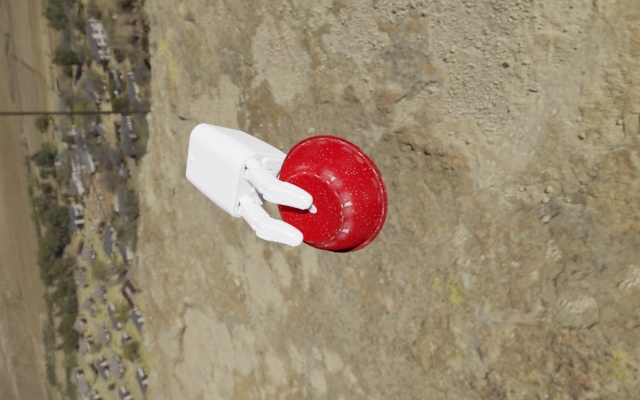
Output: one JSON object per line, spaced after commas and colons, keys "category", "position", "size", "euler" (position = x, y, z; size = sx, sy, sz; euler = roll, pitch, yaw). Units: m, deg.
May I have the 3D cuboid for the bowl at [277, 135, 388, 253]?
{"category": "bowl", "position": [0.001, 0.002, 0.600], "size": [0.162, 0.162, 0.055], "euler": [0, 19, 31]}
